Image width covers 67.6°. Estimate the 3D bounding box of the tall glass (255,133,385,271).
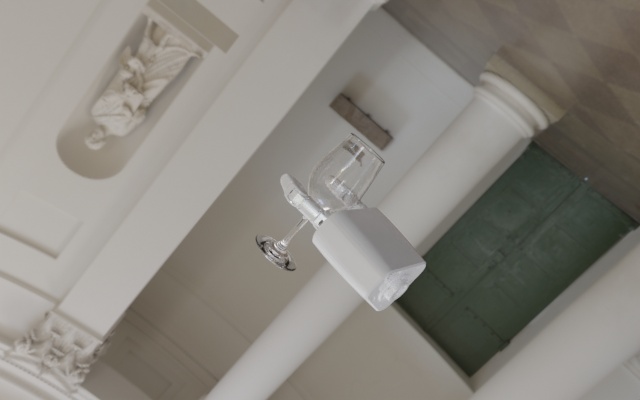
[{"bbox_3d":[0.000,0.003,0.662,0.079,0.201,0.079,39,12,-10],"label":"tall glass"}]
